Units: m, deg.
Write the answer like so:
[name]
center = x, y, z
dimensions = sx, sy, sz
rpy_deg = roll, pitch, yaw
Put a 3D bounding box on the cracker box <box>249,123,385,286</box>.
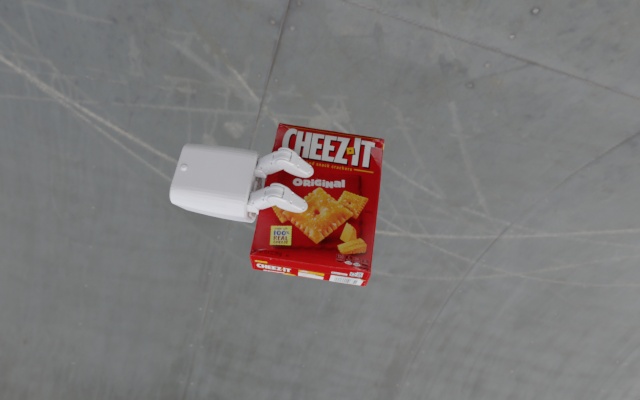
[cracker box]
center = 0.000, 0.002, 0.688
dimensions = 0.164, 0.213, 0.072
rpy_deg = 9, -25, 0
